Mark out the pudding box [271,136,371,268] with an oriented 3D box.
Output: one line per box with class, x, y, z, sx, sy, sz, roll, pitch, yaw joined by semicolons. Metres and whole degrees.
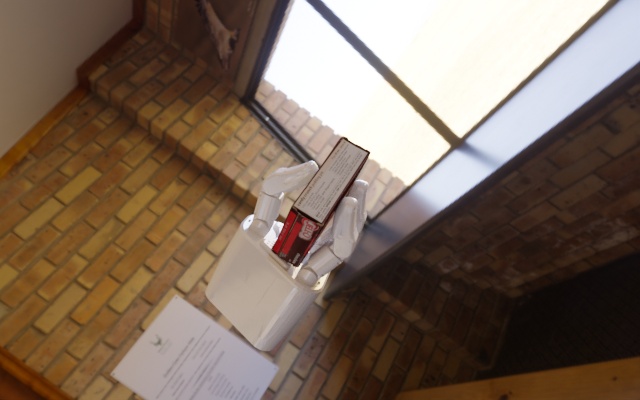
pudding box;0.000;0.002;0.485;0.039;0.113;0.090;31;-37;1
